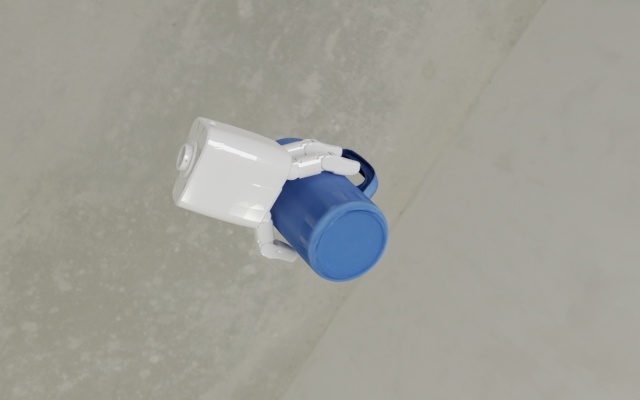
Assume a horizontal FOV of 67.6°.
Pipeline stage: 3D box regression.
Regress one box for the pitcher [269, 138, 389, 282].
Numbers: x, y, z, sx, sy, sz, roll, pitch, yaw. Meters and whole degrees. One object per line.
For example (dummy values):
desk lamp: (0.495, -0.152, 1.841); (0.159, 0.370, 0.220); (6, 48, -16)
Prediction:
pitcher: (0.000, 0.002, 0.660); (0.145, 0.149, 0.242); (17, 14, -30)
